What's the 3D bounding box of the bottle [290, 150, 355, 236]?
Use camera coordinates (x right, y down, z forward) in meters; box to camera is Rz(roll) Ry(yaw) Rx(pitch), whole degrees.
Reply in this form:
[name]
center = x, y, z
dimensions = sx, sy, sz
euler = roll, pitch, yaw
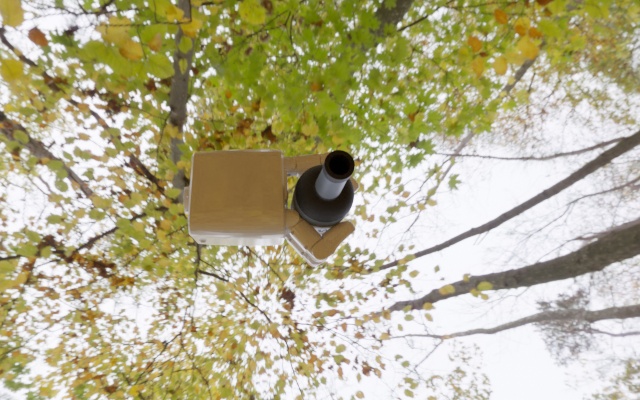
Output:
[bottle]
center = 0.000, 0.002, 0.560
dimensions = 0.069, 0.069, 0.296
euler = 0, -13, -7
